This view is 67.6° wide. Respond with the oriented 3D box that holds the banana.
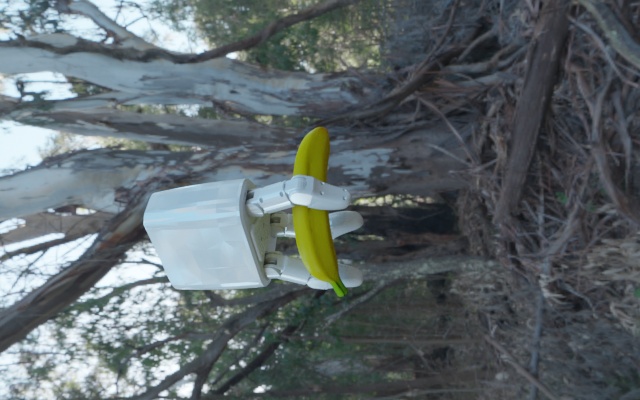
[{"bbox_3d":[-0.005,-0.001,0.500,0.037,0.197,0.070,-11,-23,16],"label":"banana"}]
